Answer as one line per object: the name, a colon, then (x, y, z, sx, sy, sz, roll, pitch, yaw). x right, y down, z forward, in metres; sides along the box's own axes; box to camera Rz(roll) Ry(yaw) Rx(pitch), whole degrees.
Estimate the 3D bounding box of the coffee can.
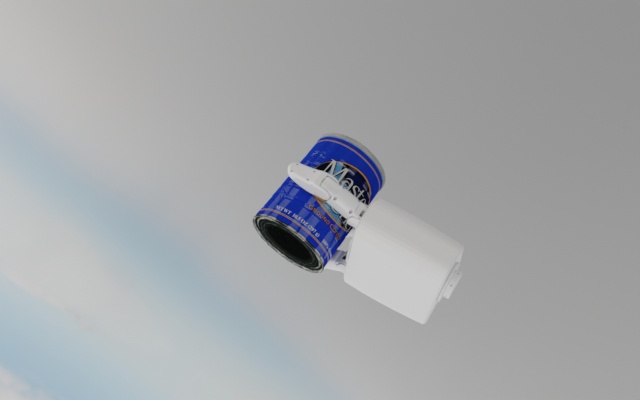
coffee can: (0.000, 0.002, 0.582, 0.103, 0.140, 0.103, 31, -25, 16)
